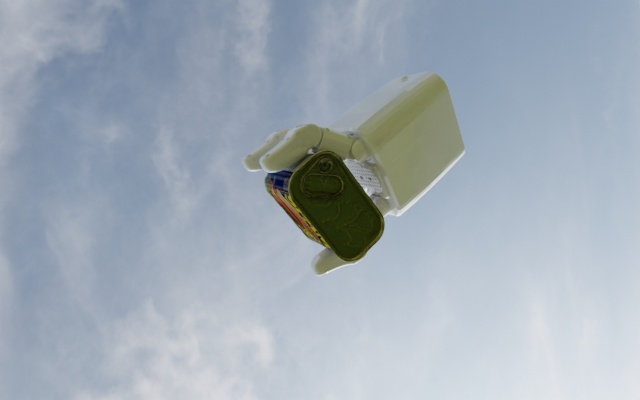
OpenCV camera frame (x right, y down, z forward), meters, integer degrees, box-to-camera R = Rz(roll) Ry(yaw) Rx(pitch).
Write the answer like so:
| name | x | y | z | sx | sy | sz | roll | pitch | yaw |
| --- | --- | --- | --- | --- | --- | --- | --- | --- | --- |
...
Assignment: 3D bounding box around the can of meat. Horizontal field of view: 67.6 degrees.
| name | x | y | z | sx | sy | sz | roll | pitch | yaw |
| --- | --- | --- | --- | --- | --- | --- | --- | --- | --- |
| can of meat | 0.000 | 0.002 | 0.454 | 0.057 | 0.102 | 0.084 | -43 | 21 | -13 |
